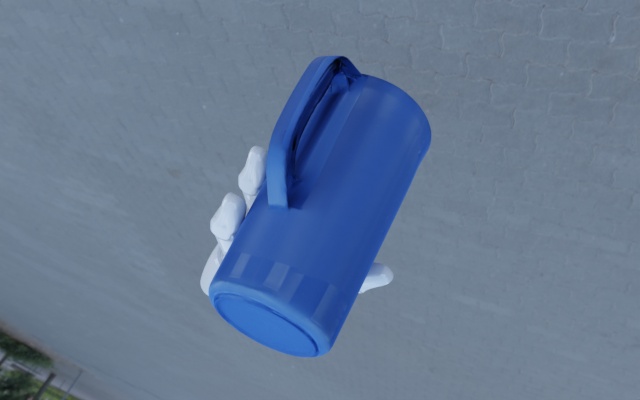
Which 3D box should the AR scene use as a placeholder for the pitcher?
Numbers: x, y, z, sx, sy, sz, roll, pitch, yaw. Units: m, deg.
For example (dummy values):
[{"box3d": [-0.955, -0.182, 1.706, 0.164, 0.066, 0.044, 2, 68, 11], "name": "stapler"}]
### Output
[{"box3d": [0.000, 0.001, 0.426, 0.149, 0.242, 0.145, 33, -33, -9], "name": "pitcher"}]
